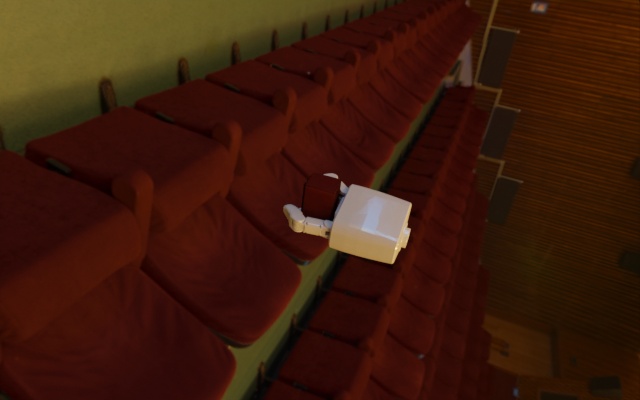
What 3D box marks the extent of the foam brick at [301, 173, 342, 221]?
[{"bbox_3d":[0.000,0.002,0.782,0.051,0.078,0.053,15,32,11],"label":"foam brick"}]
